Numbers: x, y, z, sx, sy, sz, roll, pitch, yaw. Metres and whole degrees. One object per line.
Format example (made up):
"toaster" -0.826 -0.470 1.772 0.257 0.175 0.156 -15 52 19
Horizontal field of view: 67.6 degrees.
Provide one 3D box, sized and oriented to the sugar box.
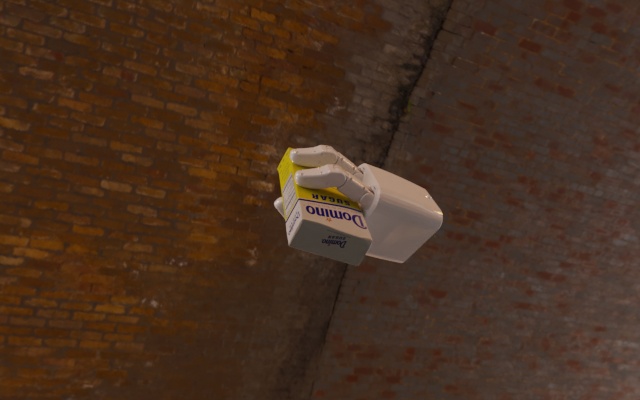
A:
"sugar box" 0.000 0.002 0.604 0.093 0.048 0.176 18 25 -21
